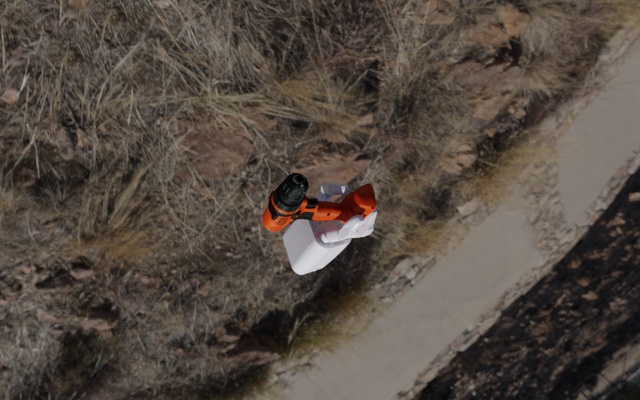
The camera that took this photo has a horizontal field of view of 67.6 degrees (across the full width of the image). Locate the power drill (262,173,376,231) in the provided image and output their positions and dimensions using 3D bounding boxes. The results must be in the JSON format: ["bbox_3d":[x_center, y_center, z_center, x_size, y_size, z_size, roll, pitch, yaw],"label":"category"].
[{"bbox_3d":[0.000,0.003,0.856,0.187,0.057,0.184,1,-23,-21],"label":"power drill"}]
